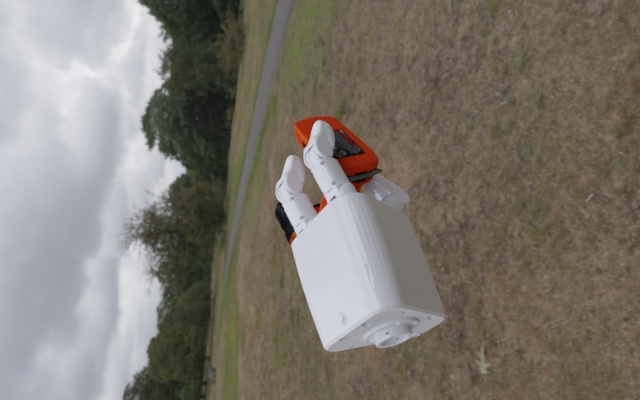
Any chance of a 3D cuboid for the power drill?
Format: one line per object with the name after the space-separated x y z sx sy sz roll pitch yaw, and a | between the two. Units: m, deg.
0.000 0.002 0.554 0.057 0.188 0.184 -17 43 -26 | power drill
